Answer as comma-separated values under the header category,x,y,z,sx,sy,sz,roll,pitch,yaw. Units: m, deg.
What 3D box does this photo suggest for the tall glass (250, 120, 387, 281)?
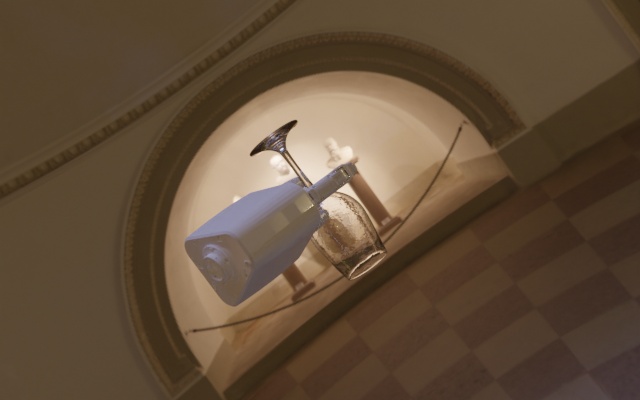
category,x,y,z,sx,sy,sz,roll,pitch,yaw
tall glass,0.000,0.001,0.597,0.079,0.201,0.079,-37,1,1
